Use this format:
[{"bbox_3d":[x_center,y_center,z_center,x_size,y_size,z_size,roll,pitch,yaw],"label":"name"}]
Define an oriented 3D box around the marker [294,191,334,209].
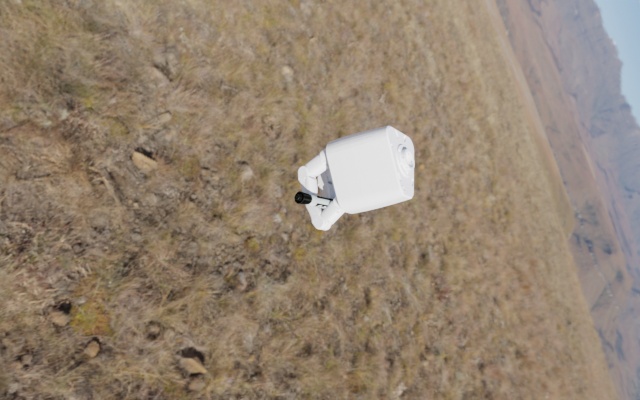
[{"bbox_3d":[0.000,0.002,0.751,0.020,0.020,0.121,0,-8,35],"label":"marker"}]
